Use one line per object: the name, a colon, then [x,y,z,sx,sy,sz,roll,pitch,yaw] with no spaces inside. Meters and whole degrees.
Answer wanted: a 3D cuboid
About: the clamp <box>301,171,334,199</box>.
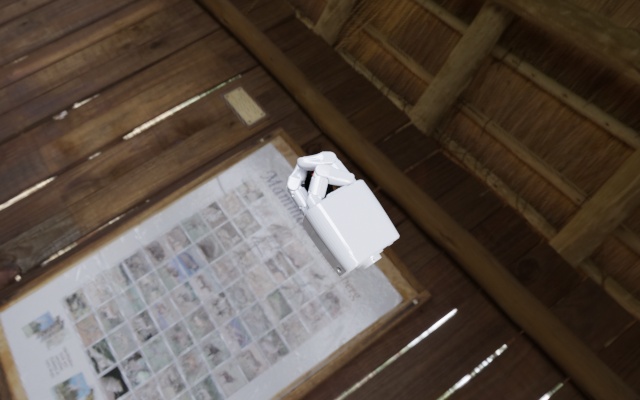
clamp: [0.001,0.002,0.813,0.039,0.120,0.171,-32,-10,-13]
